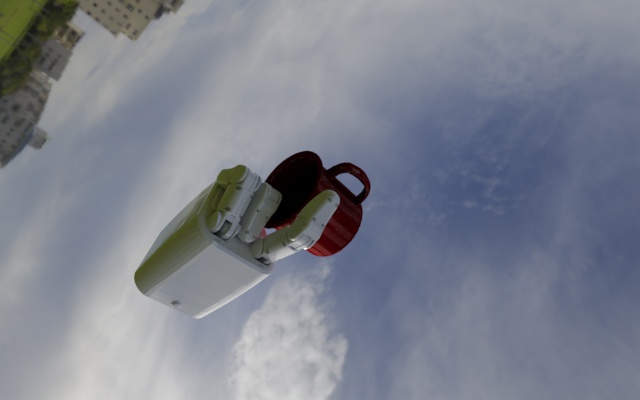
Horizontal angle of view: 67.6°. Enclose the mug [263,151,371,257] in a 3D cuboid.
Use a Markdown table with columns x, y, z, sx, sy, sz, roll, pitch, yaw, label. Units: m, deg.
| x | y | z | sx | sy | sz | roll | pitch | yaw | label |
| --- | --- | --- | --- | --- | --- | --- | --- | --- | --- |
| 0.001 | 0.001 | 0.504 | 0.117 | 0.093 | 0.081 | -34 | -51 | 23 | mug |
